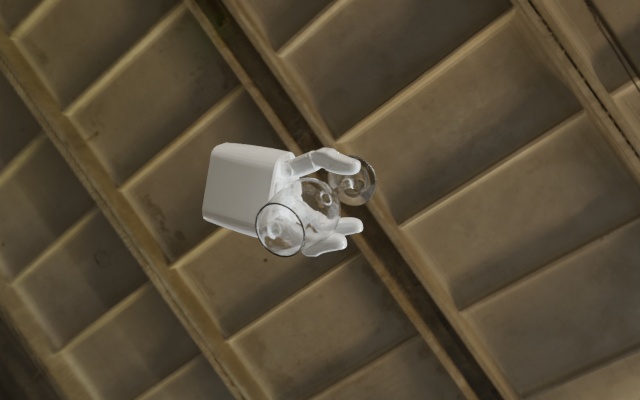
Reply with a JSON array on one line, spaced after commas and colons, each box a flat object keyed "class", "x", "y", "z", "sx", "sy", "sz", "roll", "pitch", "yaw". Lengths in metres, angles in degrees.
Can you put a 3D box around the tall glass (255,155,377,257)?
[{"class": "tall glass", "x": 0.001, "y": 0.002, "z": 0.587, "sx": 0.079, "sy": 0.079, "sz": 0.201, "roll": 0, "pitch": 18, "yaw": 27}]
